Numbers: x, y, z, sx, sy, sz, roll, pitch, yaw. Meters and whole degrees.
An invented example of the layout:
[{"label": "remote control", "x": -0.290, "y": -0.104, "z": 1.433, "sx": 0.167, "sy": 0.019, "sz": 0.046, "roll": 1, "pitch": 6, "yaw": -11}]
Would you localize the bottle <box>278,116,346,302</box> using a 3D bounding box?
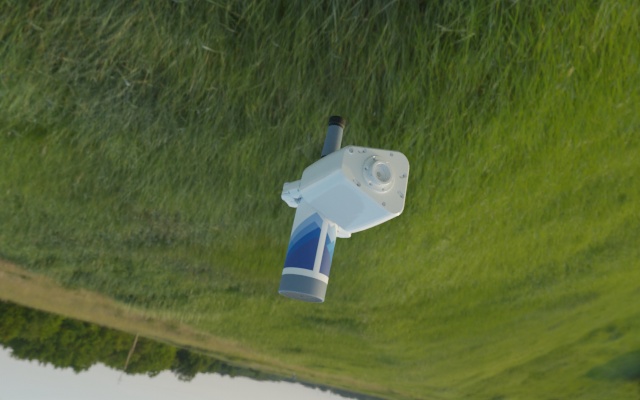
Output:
[{"label": "bottle", "x": 0.000, "y": 0.003, "z": 0.731, "sx": 0.069, "sy": 0.295, "sz": 0.069, "roll": 10, "pitch": -21, "yaw": 4}]
